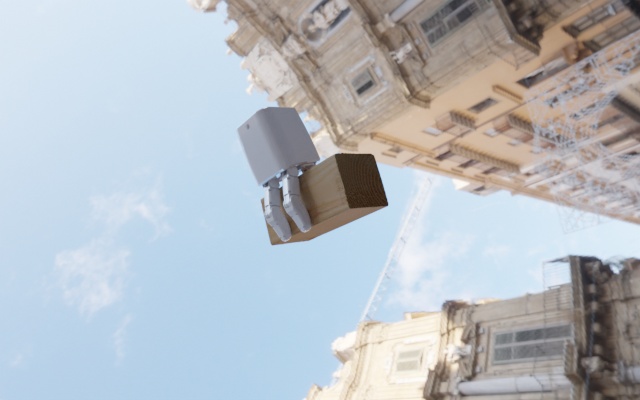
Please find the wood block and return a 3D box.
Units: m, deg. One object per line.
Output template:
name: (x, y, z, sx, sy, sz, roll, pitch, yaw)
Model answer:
wood block: (0.000, 0.002, 0.794, 0.091, 0.090, 0.206, -4, -16, -42)
